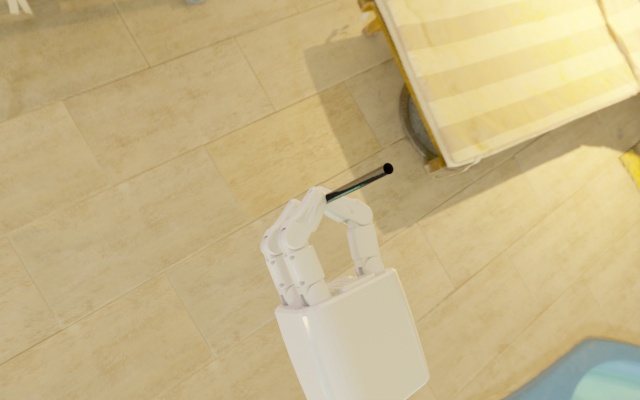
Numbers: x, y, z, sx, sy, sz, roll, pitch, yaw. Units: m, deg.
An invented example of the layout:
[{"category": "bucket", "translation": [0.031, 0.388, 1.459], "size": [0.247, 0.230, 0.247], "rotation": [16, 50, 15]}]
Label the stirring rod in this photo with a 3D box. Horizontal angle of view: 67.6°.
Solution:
[{"category": "stirring rod", "translation": [0.000, 0.001, 0.426], "size": [0.011, 0.011, 0.239], "rotation": [0, -11, -22]}]
